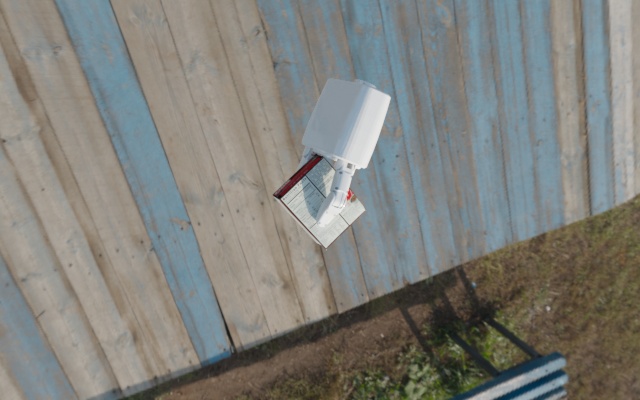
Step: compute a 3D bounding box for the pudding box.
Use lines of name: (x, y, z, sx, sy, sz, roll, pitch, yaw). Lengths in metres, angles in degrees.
pudding box: (0.000, 0.002, 0.696, 0.090, 0.113, 0.039, -43, 22, -6)
